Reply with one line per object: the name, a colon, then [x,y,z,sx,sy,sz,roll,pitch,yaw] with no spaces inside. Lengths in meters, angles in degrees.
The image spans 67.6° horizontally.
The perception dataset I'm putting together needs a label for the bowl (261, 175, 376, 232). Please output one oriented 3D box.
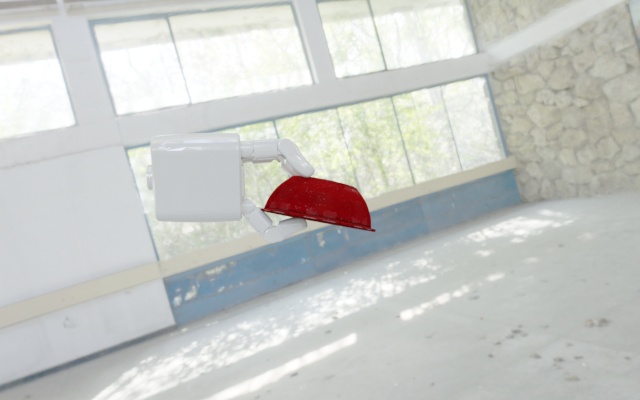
bowl: [0.001,0.002,0.650,0.162,0.055,0.162,11,-3,1]
